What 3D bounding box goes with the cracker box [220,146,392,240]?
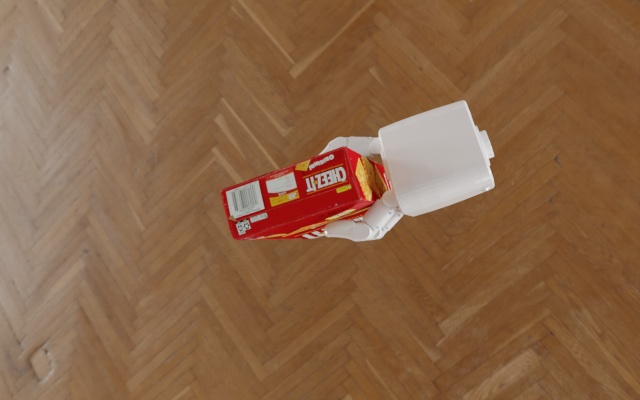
[{"bbox_3d":[0.000,0.002,0.624,0.164,0.072,0.214,-18,-10,19],"label":"cracker box"}]
